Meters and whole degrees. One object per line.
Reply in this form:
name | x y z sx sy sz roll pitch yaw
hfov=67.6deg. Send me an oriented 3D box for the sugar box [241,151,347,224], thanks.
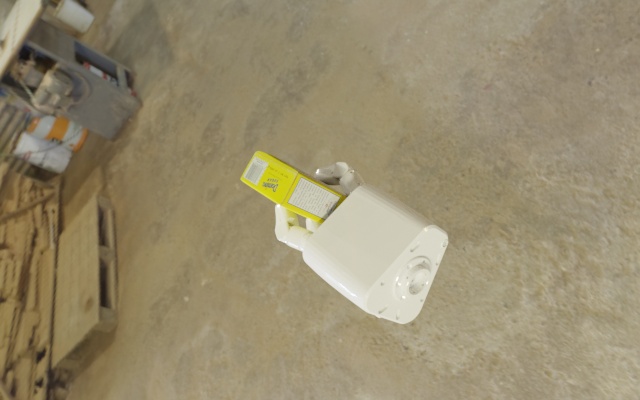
sugar box | 0.000 0.002 0.574 0.176 0.048 0.093 29 1 -42
